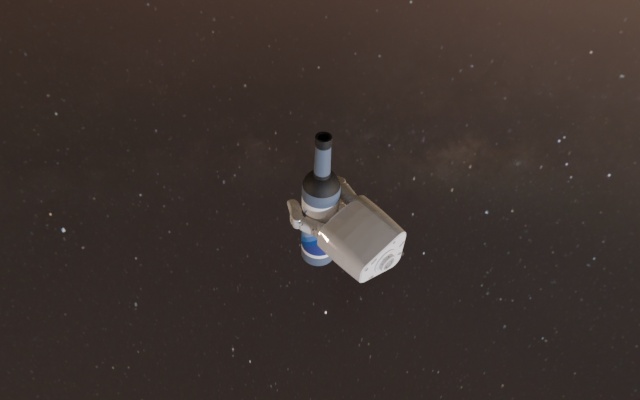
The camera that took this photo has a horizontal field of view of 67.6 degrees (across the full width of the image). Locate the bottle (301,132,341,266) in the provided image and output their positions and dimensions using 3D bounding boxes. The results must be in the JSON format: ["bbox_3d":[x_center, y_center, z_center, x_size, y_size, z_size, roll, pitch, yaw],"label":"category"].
[{"bbox_3d":[0.000,0.003,0.843,0.069,0.069,0.296,0,-43,-3],"label":"bottle"}]
